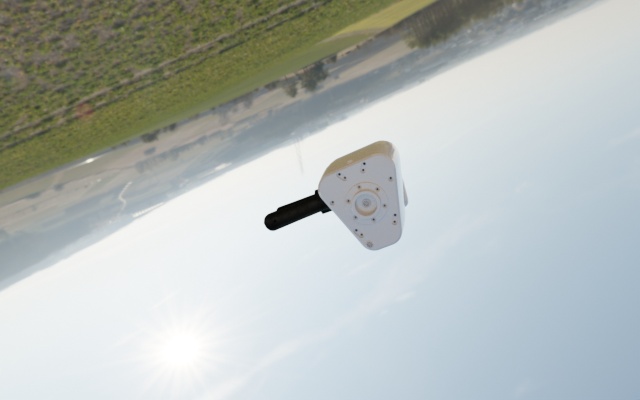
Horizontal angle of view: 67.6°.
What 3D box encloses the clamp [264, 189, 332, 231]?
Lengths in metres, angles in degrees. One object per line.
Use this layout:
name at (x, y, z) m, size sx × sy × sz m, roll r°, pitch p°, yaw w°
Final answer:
clamp at (0.001, 0.003, 0.671) m, size 0.171 × 0.039 × 0.120 m, roll -23°, pitch 8°, yaw 14°
